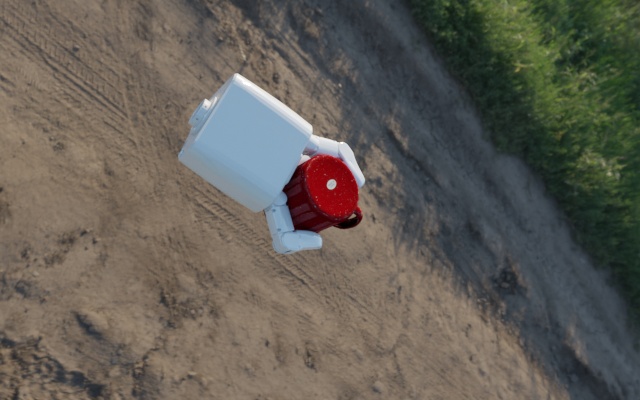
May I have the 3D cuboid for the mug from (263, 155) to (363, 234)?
[{"bbox_3d":[0.001,0.003,0.572,0.117,0.093,0.081,33,-34,-24],"label":"mug"}]
